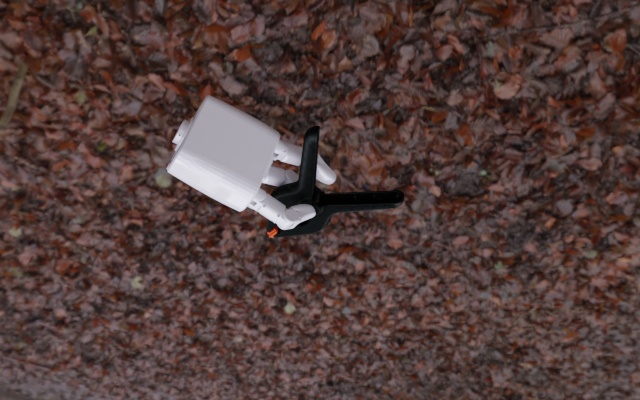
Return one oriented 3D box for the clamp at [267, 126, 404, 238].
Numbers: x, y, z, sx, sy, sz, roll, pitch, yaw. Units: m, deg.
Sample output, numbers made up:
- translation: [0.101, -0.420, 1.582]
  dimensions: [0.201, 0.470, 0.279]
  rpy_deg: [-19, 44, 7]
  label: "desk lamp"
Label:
- translation: [-0.001, 0.003, 0.667]
  dimensions: [0.164, 0.036, 0.210]
  rpy_deg: [31, -46, -18]
  label: "clamp"
